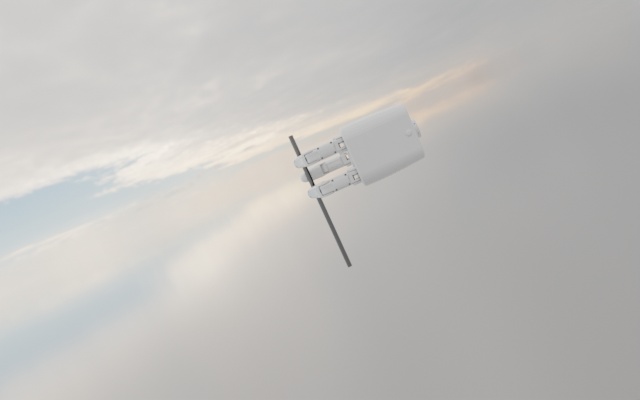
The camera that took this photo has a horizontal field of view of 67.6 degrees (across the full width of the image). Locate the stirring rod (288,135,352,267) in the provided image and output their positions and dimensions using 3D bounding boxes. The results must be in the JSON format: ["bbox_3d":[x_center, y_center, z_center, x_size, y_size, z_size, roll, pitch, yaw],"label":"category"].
[{"bbox_3d":[0.000,0.003,0.797,0.011,0.239,0.011,-24,6,3],"label":"stirring rod"}]
